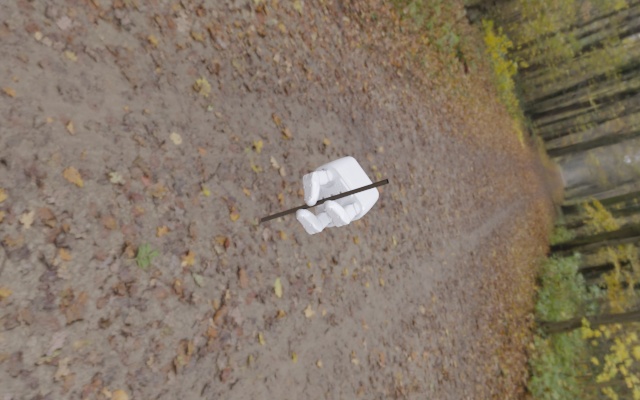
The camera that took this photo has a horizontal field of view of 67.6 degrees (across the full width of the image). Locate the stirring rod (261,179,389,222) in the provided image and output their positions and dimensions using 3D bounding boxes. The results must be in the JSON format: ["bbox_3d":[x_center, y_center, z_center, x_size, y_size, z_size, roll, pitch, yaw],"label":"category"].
[{"bbox_3d":[0.000,0.003,0.780,0.239,0.011,0.011,-17,-8,27],"label":"stirring rod"}]
